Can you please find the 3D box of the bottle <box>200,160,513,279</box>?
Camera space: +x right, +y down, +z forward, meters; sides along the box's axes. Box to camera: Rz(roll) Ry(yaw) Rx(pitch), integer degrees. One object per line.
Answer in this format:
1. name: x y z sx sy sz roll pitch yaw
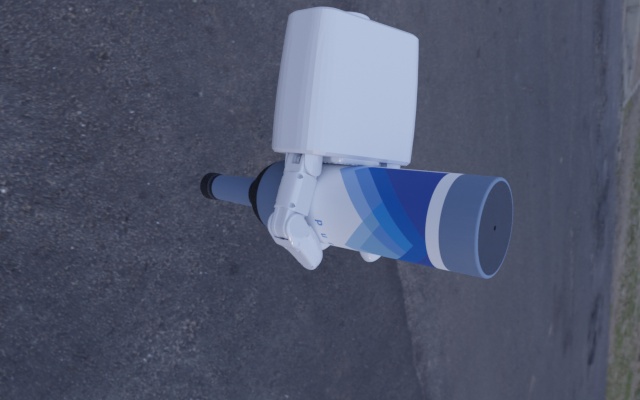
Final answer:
1. bottle: 0.000 0.001 0.400 0.295 0.069 0.069 8 5 39
